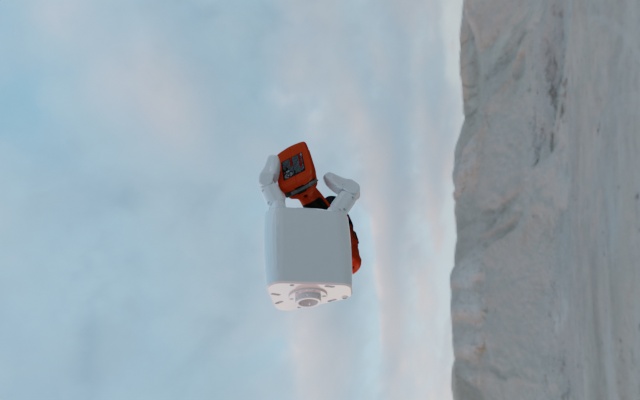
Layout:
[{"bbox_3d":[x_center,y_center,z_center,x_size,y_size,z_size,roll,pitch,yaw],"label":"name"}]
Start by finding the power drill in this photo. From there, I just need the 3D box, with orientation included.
[{"bbox_3d":[0.000,0.002,0.744,0.057,0.188,0.184,-29,34,8],"label":"power drill"}]
